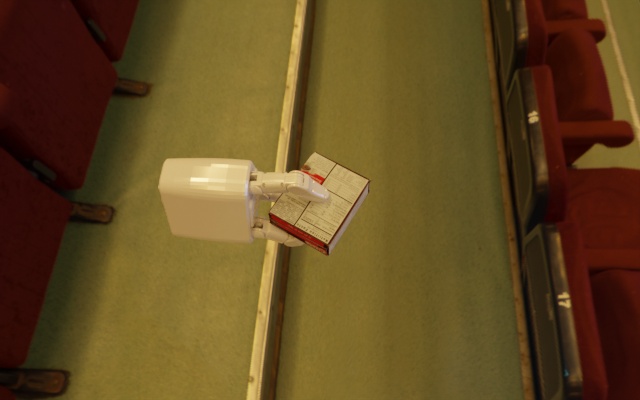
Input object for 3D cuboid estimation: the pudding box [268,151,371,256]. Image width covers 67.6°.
[{"bbox_3d":[0.000,0.002,0.616,0.090,0.113,0.039,29,-23,13],"label":"pudding box"}]
